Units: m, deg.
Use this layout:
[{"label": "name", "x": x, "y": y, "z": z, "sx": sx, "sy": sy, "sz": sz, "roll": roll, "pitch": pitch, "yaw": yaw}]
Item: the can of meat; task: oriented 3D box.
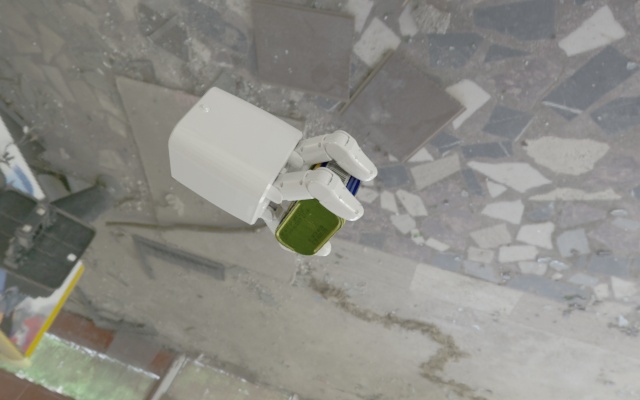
[{"label": "can of meat", "x": 0.000, "y": 0.002, "z": 0.514, "sx": 0.057, "sy": 0.084, "sz": 0.102, "roll": 32, "pitch": -42, "yaw": -6}]
